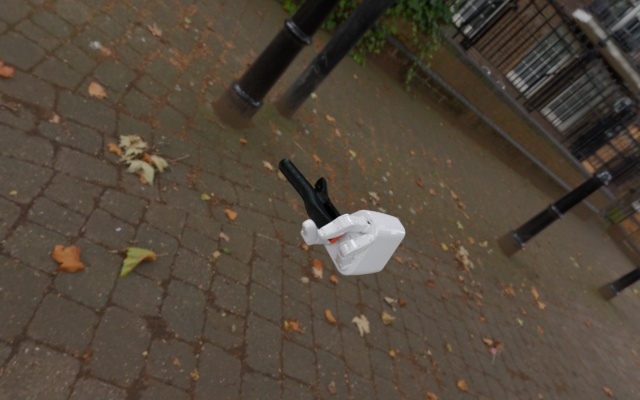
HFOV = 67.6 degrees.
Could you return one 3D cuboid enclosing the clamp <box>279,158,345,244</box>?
[{"bbox_3d":[0.001,0.002,0.833,0.039,0.171,0.120,-44,-30,25],"label":"clamp"}]
